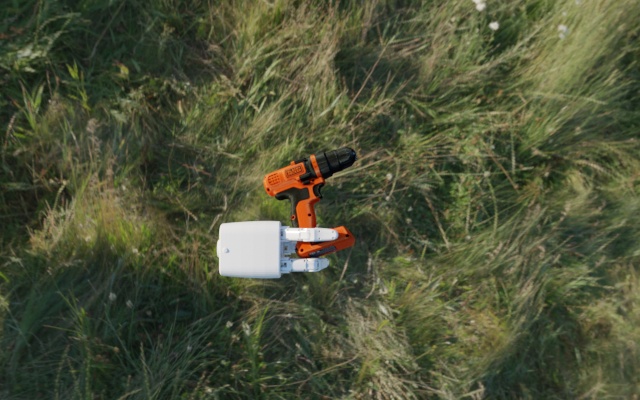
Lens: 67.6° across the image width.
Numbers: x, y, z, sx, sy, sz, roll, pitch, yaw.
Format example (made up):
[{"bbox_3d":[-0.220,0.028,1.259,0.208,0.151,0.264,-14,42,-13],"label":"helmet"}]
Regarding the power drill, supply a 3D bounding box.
[{"bbox_3d":[0.000,0.003,0.882,0.184,0.187,0.057,-21,-24,7],"label":"power drill"}]
